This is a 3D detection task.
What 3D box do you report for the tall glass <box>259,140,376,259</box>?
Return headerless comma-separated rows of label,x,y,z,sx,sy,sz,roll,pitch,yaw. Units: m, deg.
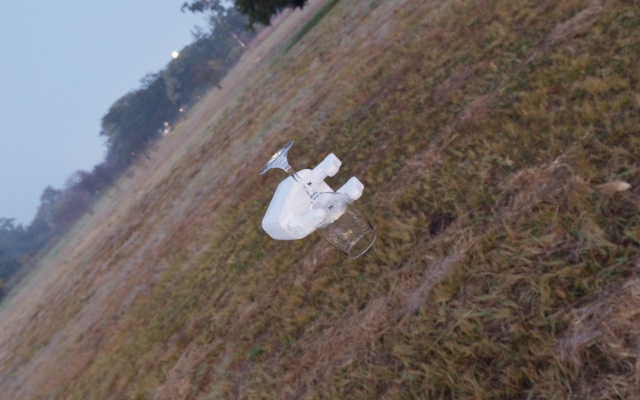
tall glass,0.000,0.002,0.751,0.201,0.079,0.079,45,-13,-13
